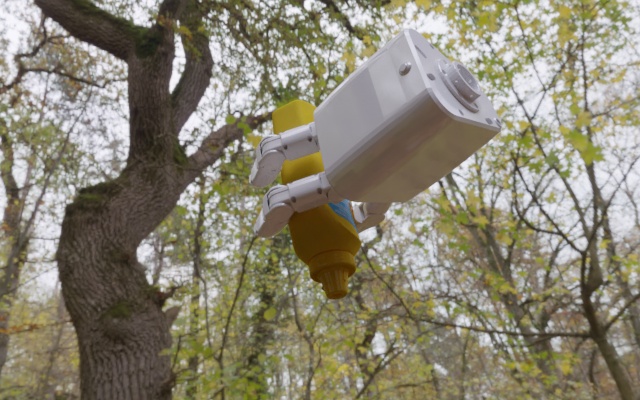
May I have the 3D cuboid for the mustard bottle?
[{"bbox_3d":[0.000,0.001,0.454,0.058,0.191,0.096,-22,-35,16],"label":"mustard bottle"}]
